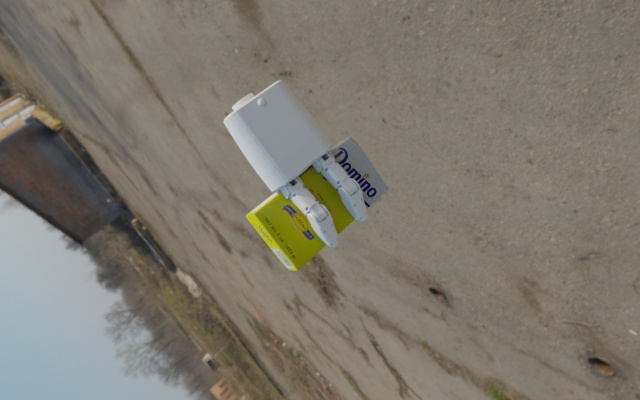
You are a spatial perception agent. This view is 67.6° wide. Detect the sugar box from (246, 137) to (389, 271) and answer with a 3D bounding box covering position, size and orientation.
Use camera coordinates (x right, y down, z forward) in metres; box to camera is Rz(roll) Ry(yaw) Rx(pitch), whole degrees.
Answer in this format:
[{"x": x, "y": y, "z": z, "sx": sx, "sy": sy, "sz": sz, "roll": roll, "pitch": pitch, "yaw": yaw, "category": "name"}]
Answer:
[{"x": 0.000, "y": 0.002, "z": 0.630, "sx": 0.176, "sy": 0.093, "sz": 0.048, "roll": -40, "pitch": 10, "yaw": -21, "category": "sugar box"}]
